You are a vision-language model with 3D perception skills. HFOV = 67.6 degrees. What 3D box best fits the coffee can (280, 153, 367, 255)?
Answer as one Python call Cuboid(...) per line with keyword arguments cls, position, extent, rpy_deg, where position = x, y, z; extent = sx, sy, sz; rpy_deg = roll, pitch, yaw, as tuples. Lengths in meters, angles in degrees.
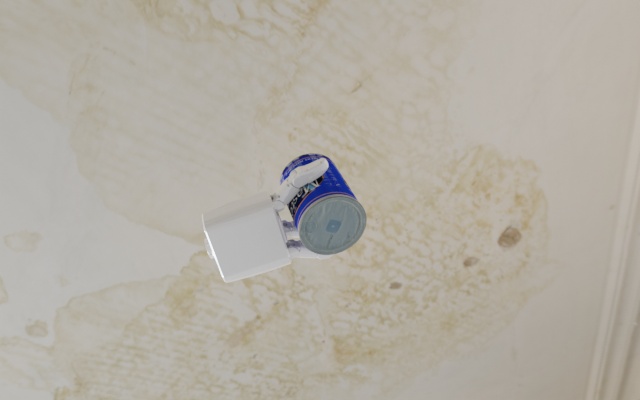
Cuboid(cls="coffee can", position=(0.000, 0.002, 0.744), extent=(0.103, 0.103, 0.140), rpy_deg=(0, 31, -18))
